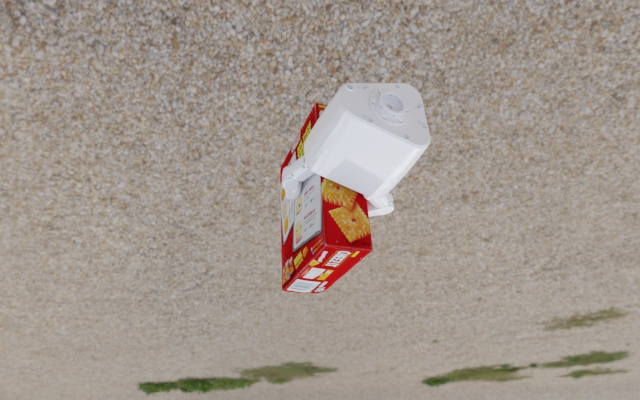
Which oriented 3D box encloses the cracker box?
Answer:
[{"bbox_3d":[0.000,0.002,0.665,0.072,0.213,0.164,9,-32,-20],"label":"cracker box"}]
